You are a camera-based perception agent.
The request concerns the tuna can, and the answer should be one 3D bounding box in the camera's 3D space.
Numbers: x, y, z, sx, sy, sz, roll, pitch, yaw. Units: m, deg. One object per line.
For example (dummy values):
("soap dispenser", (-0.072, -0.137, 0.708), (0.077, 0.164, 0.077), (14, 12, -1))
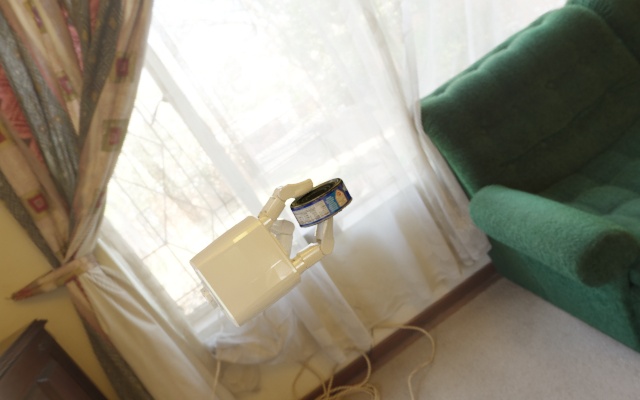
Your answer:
("tuna can", (0.000, 0.002, 0.670), (0.086, 0.034, 0.086), (-27, 12, 6))
